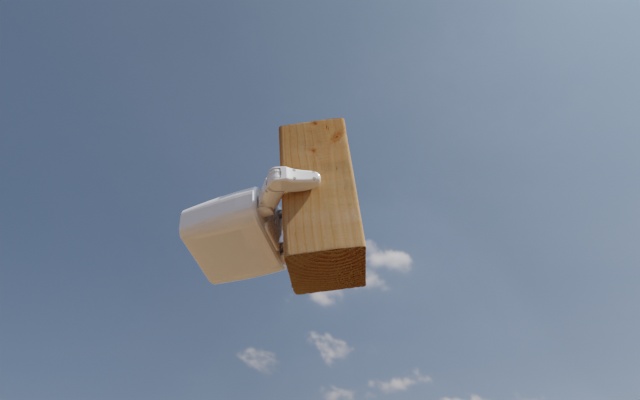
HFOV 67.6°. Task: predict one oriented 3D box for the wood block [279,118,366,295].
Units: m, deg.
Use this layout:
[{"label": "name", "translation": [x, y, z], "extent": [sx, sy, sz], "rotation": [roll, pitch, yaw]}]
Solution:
[{"label": "wood block", "translation": [0.000, 0.002, 0.603], "extent": [0.090, 0.206, 0.091], "rotation": [-7, -38, 1]}]
